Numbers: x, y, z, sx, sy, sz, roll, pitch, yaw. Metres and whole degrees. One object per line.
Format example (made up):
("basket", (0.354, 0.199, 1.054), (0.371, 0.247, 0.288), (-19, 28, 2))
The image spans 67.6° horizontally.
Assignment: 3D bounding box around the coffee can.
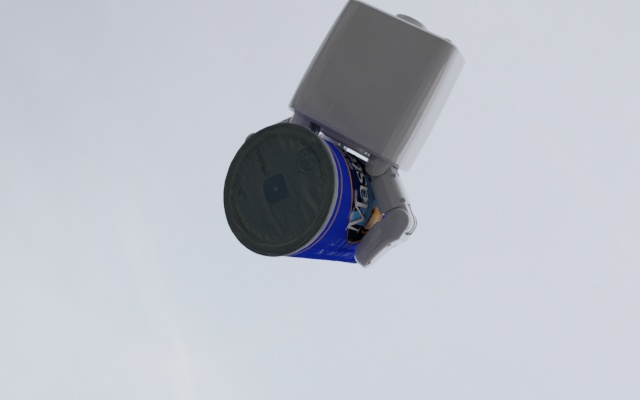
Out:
("coffee can", (0.000, 0.002, 0.418), (0.103, 0.103, 0.140), (0, -9, 30))
